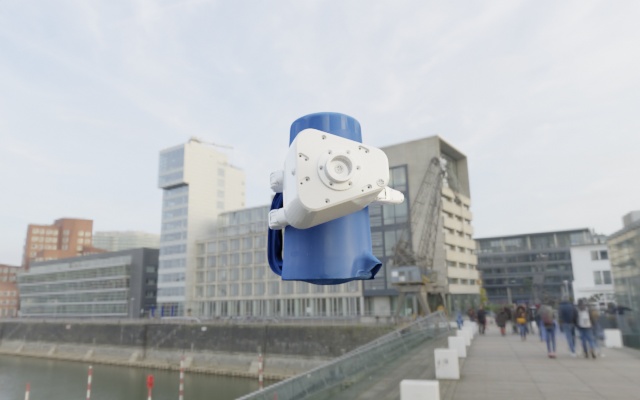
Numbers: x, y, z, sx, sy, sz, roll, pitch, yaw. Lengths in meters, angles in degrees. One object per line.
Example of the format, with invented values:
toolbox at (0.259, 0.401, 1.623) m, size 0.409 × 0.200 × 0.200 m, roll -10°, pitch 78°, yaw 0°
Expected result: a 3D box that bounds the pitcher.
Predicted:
pitcher at (0.000, 0.002, 0.705) m, size 0.149 × 0.242 × 0.145 m, roll 1°, pitch -11°, yaw -10°
